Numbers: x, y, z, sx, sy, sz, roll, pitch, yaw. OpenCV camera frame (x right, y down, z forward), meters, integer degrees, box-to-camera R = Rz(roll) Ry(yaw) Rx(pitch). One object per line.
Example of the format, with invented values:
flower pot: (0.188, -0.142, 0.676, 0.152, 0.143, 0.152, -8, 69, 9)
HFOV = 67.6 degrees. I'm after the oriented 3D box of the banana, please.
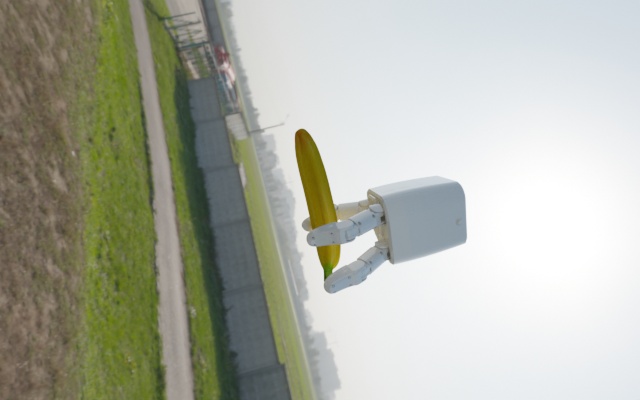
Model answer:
banana: (0.000, 0.004, 0.624, 0.037, 0.198, 0.069, -13, 4, -2)
